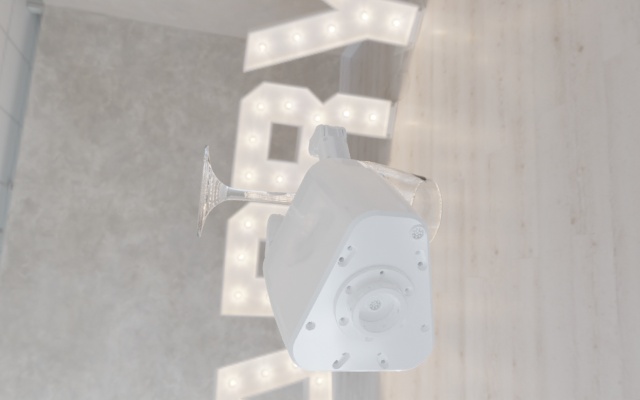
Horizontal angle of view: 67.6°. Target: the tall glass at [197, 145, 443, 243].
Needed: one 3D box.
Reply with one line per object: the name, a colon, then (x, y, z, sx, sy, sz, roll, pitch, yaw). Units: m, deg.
tall glass: (-0.001, 0.001, 0.409, 0.201, 0.079, 0.079, 5, -1, -15)
